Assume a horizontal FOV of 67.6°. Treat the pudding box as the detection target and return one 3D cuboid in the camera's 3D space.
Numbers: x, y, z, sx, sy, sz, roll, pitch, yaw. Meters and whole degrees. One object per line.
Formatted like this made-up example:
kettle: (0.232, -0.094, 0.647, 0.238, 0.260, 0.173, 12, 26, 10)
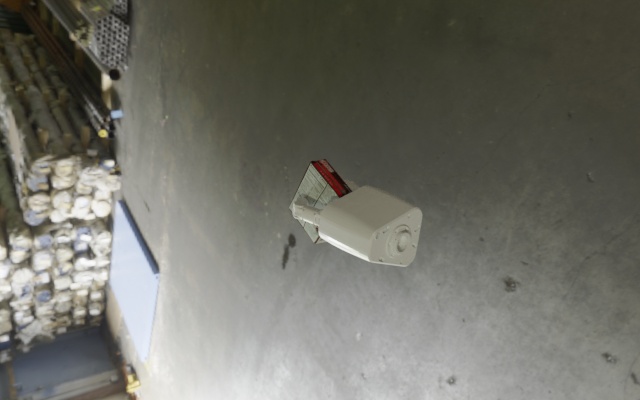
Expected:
pudding box: (0.000, 0.003, 0.784, 0.039, 0.090, 0.113, -9, -39, -40)
